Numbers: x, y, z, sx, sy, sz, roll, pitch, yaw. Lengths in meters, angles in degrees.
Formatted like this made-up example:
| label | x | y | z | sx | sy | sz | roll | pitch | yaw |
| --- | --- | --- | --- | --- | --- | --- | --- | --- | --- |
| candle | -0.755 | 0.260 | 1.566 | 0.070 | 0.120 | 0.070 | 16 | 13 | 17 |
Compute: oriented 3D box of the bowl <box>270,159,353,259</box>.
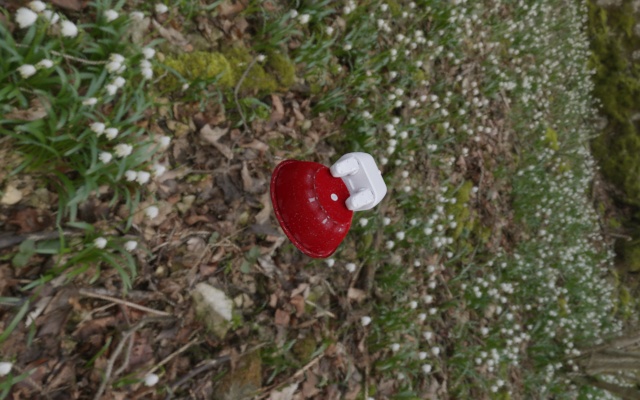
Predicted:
| label | x | y | z | sx | sy | sz | roll | pitch | yaw |
| --- | --- | --- | --- | --- | --- | --- | --- | --- | --- |
| bowl | 0.000 | 0.003 | 0.711 | 0.055 | 0.162 | 0.162 | -25 | -14 | 33 |
